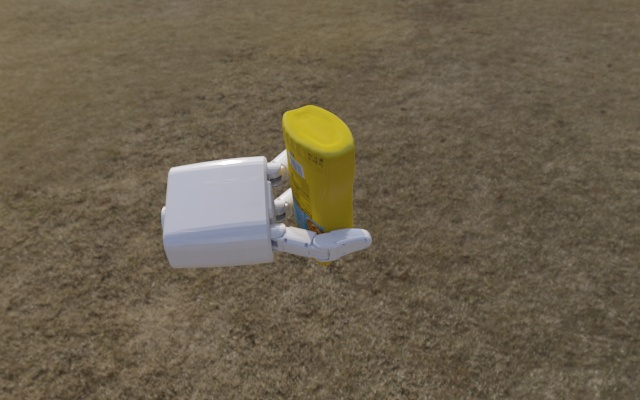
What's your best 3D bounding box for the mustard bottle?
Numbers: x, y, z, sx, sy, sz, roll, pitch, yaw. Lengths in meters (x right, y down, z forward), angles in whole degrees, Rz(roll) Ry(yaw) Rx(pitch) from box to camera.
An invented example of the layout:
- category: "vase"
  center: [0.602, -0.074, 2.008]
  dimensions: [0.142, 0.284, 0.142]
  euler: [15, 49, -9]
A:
- category: "mustard bottle"
  center: [0.000, 0.001, 0.517]
  dimensions: [0.058, 0.192, 0.096]
  euler: [-22, 44, -21]
